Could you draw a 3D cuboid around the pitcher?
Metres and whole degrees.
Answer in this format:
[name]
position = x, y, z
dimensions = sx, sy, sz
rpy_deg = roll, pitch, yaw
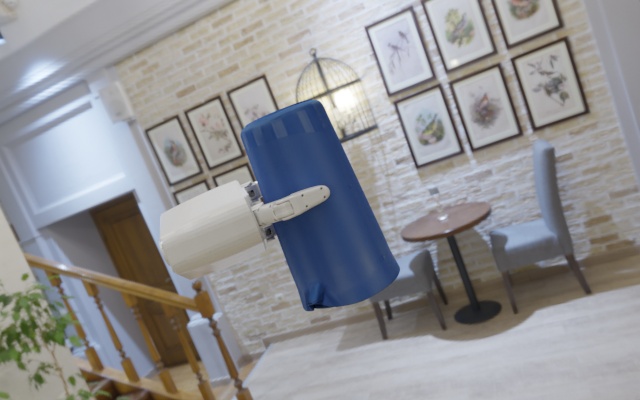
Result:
[pitcher]
position = 0.000, 0.002, 0.603
dimensions = 0.145, 0.243, 0.149
rpy_deg = -23, 7, -9
